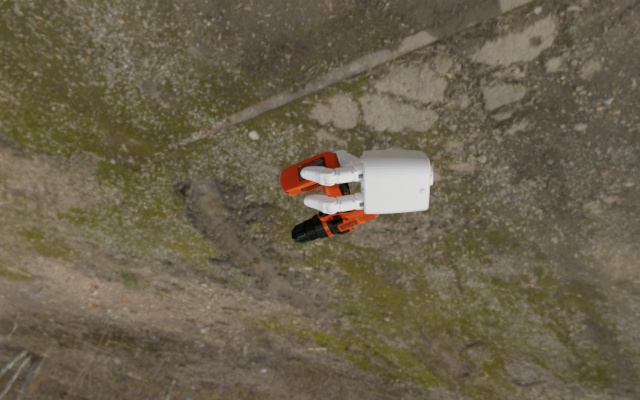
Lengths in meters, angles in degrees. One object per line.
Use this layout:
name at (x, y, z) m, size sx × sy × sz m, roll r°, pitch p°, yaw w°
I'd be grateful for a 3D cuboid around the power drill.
power drill at (0.000, 0.003, 0.875) m, size 0.184 × 0.057 × 0.188 m, roll -23°, pitch -39°, yaw 12°
